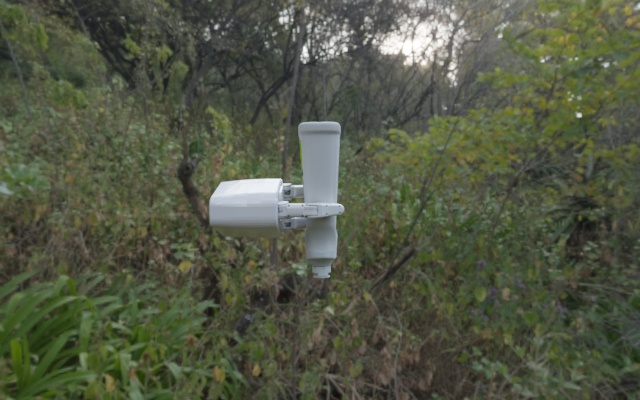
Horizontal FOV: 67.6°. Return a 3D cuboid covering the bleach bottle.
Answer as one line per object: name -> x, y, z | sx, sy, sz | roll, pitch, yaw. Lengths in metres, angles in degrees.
bleach bottle -> 0.000, 0.003, 0.784 | 0.068, 0.251, 0.102 | -1, 2, 0
